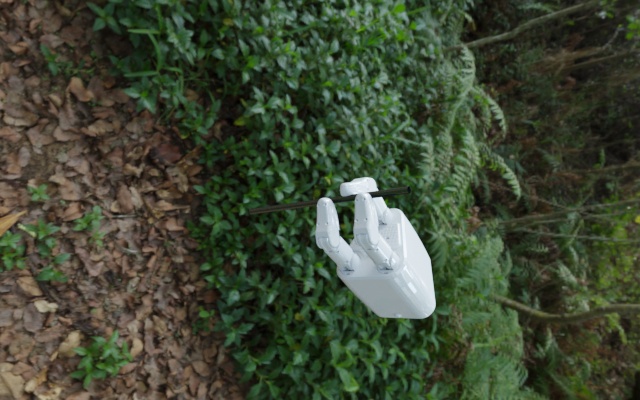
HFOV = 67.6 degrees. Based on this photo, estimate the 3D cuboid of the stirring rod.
[{"bbox_3d":[0.000,0.002,0.588,0.239,0.011,0.011,-8,-5,36],"label":"stirring rod"}]
